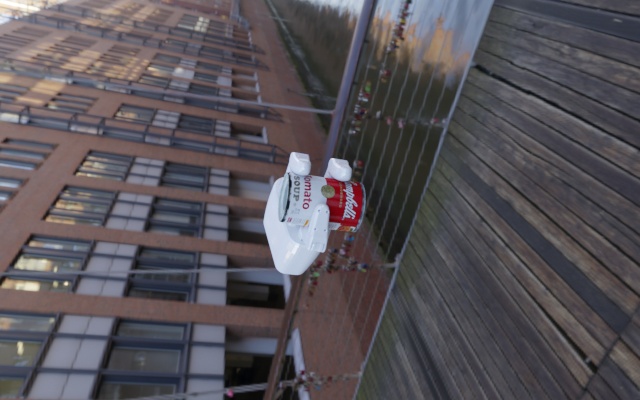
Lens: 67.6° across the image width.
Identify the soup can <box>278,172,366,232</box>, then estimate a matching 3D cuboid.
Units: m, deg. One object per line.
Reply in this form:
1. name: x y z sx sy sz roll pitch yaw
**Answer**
1. soup can: 0.000 0.002 0.630 0.102 0.068 0.068 8 -2 -14
